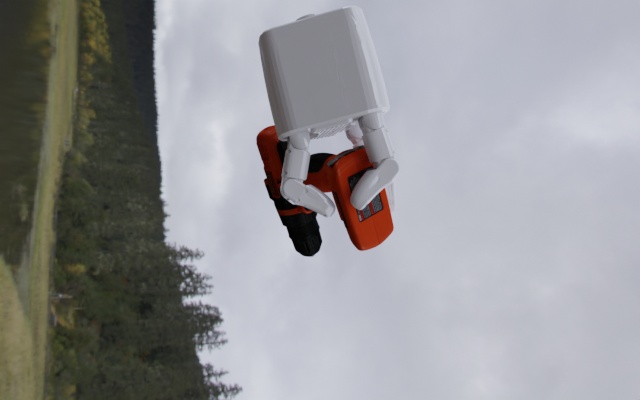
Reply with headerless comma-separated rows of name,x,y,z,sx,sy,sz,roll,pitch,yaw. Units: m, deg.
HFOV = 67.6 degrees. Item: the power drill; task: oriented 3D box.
power drill,0.000,0.002,0.567,0.057,0.184,0.187,-31,24,-28
